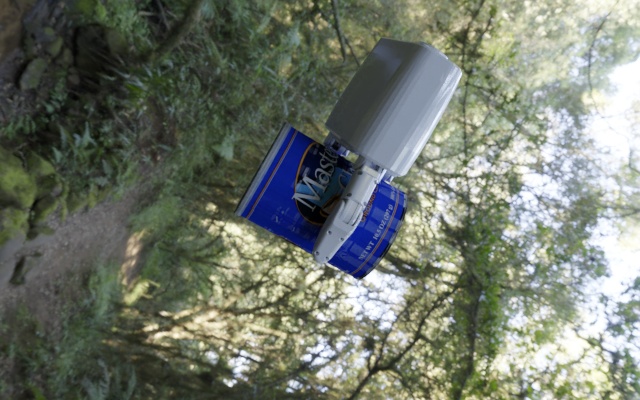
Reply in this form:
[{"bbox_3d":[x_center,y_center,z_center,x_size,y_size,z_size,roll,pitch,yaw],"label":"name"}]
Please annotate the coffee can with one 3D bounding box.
[{"bbox_3d":[0.000,0.002,0.478,0.140,0.103,0.103,30,-5,-9],"label":"coffee can"}]
